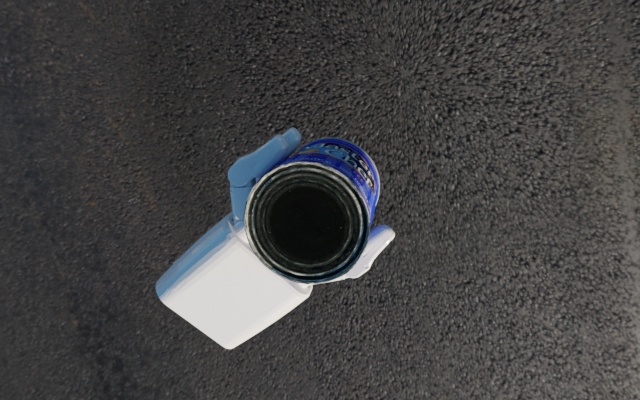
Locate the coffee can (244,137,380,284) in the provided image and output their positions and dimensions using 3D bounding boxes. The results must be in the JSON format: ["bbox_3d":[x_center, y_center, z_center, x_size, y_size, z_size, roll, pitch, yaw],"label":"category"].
[{"bbox_3d":[0.000,0.001,0.442,0.103,0.103,0.140,0,15,10],"label":"coffee can"}]
